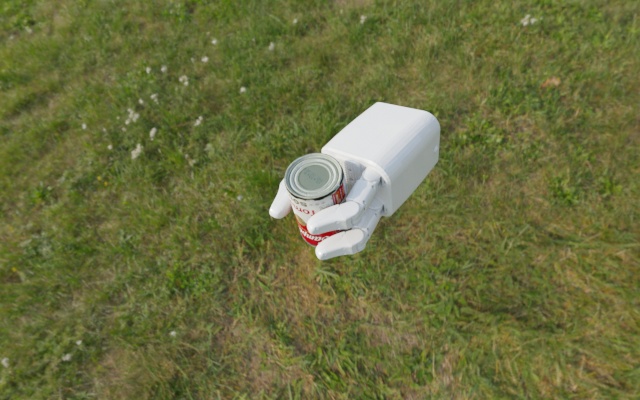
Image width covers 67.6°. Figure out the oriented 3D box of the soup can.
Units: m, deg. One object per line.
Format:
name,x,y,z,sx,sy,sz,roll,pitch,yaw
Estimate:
soup can,0.000,0.002,0.561,0.068,0.068,0.102,0,-36,11
